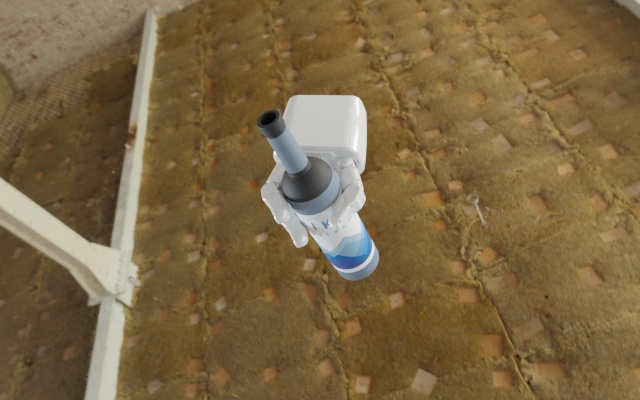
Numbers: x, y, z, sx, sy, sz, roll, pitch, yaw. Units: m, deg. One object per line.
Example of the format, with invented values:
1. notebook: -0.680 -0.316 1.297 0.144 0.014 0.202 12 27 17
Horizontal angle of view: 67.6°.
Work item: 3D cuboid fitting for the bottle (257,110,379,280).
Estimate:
1. bottle: 0.000 0.002 0.599 0.069 0.069 0.296 0 -36 27
